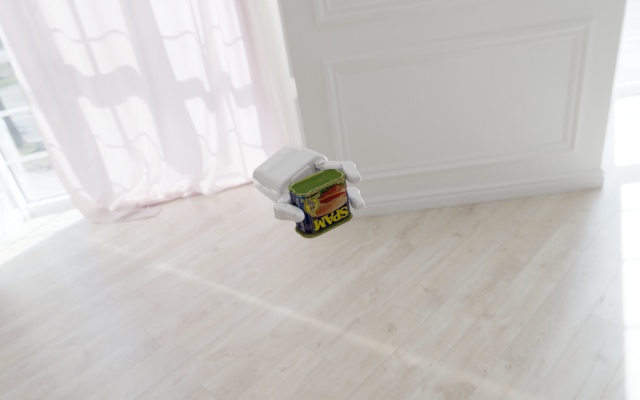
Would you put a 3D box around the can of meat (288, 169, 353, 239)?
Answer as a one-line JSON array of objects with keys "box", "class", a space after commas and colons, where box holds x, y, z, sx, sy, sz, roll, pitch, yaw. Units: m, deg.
[{"box": [0.000, 0.002, 0.802, 0.102, 0.084, 0.057, -25, 31, -25], "class": "can of meat"}]
